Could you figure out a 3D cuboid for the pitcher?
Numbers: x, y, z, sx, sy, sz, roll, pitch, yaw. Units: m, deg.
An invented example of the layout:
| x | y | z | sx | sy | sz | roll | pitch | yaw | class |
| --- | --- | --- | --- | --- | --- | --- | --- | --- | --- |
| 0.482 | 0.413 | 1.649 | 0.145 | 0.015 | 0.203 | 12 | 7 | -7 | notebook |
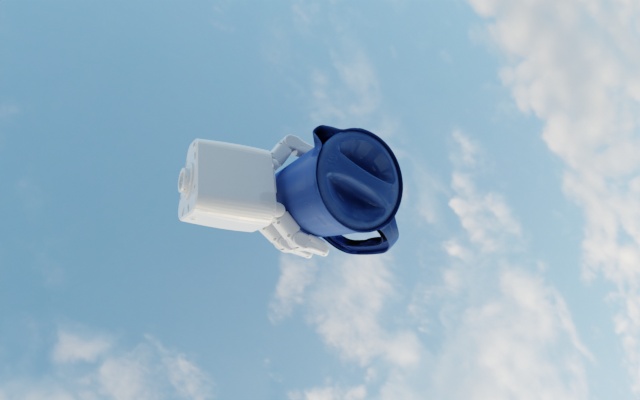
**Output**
| x | y | z | sx | sy | sz | roll | pitch | yaw | class |
| --- | --- | --- | --- | --- | --- | --- | --- | --- | --- |
| 0.000 | 0.002 | 0.689 | 0.145 | 0.149 | 0.243 | 10 | -15 | -28 | pitcher |
